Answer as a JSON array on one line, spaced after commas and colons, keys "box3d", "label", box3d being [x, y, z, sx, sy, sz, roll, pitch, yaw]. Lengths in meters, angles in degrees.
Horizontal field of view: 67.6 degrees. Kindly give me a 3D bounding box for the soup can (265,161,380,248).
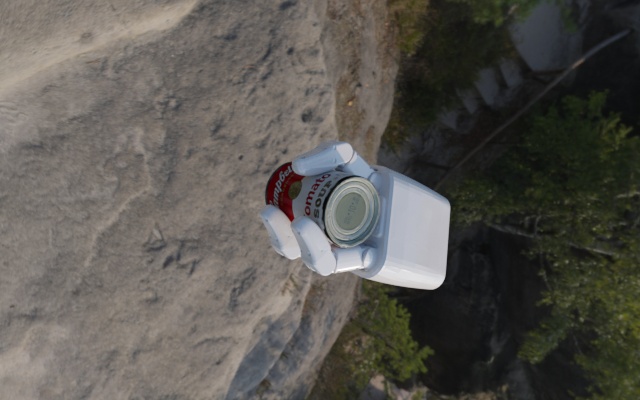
[{"box3d": [0.000, 0.001, 0.464, 0.068, 0.068, 0.102, 0, 11, -36], "label": "soup can"}]
